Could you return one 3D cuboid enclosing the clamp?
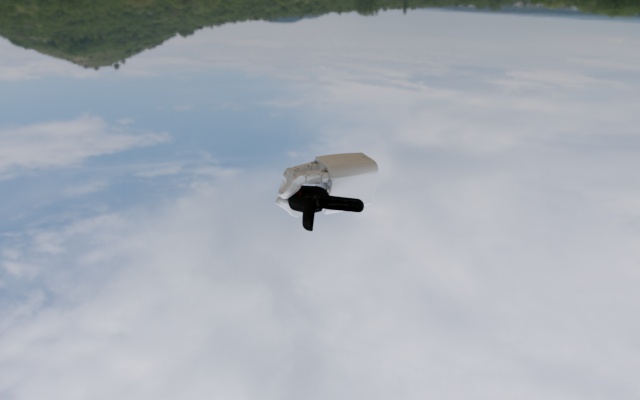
[{"bbox_3d":[0.000,0.003,0.889,0.120,0.039,0.171,-11,25,-19],"label":"clamp"}]
